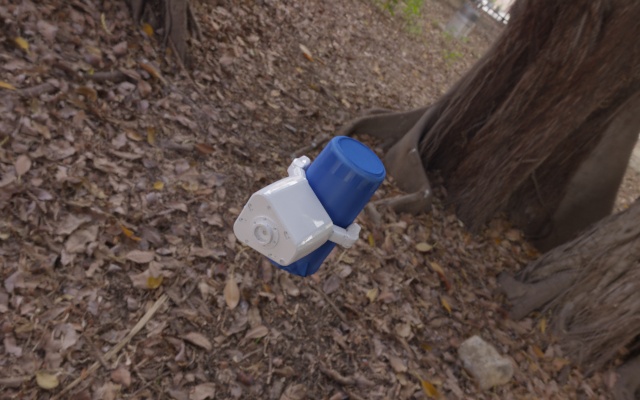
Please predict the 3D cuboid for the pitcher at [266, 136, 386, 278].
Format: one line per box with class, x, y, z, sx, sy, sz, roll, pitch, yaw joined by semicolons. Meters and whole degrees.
pitcher;0.000;0.003;0.837;0.149;0.243;0.145;44;31;11
